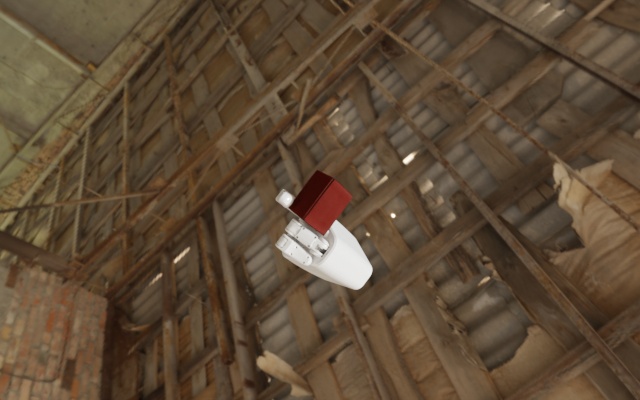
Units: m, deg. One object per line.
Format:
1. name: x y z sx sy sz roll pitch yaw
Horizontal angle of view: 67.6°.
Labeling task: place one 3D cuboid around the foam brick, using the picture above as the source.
1. foam brick: 0.000 0.002 0.732 0.051 0.078 0.053 38 -2 -35
